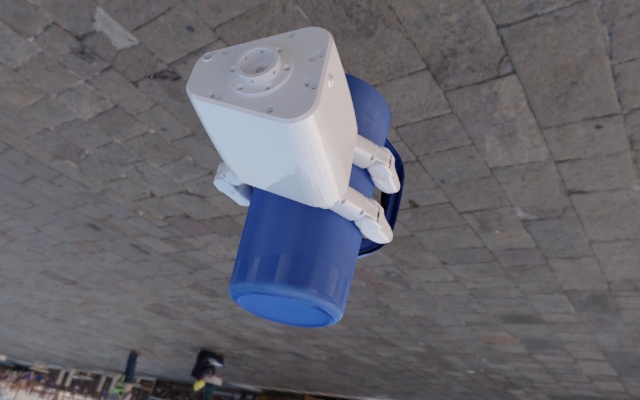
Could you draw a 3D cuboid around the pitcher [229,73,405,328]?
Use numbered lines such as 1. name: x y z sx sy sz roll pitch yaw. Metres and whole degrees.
1. pitcher: 0.000 0.002 0.492 0.149 0.242 0.145 4 -30 16
